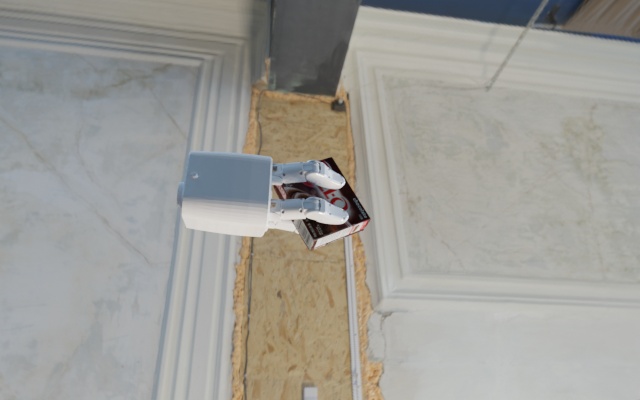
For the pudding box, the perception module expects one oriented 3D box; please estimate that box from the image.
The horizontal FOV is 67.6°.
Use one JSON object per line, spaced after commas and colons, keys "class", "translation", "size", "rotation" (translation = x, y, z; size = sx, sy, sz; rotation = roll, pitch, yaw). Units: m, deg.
{"class": "pudding box", "translation": [0.000, 0.002, 0.646], "size": [0.090, 0.113, 0.039], "rotation": [-19, -23, -25]}
